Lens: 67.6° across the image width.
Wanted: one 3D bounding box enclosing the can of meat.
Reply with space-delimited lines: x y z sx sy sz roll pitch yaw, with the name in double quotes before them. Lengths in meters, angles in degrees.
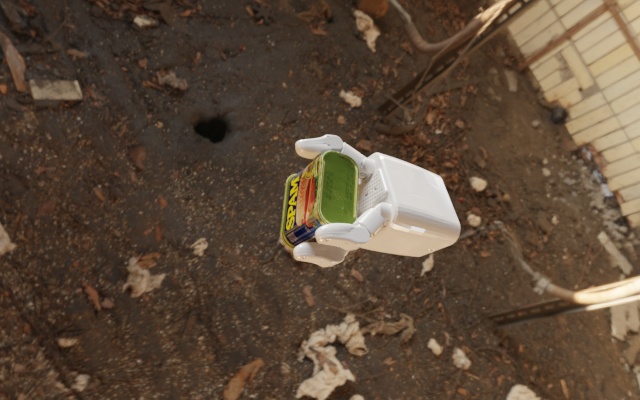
"can of meat" 0.000 0.002 0.560 0.057 0.102 0.084 19 -29 -26
